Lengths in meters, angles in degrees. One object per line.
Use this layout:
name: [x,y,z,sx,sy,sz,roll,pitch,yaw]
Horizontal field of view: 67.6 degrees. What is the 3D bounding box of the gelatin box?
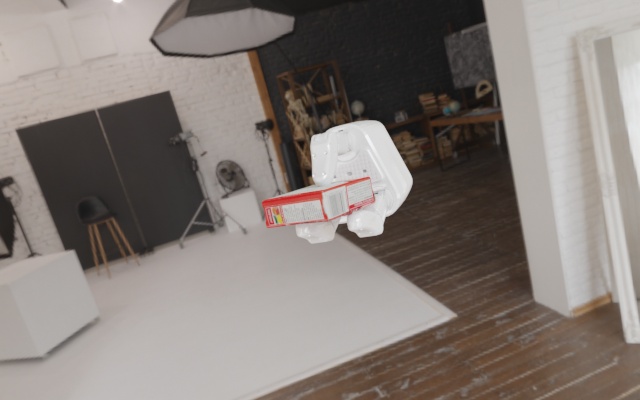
gelatin box: [0.000,0.001,0.462,0.073,0.030,0.089,-8,6,36]
